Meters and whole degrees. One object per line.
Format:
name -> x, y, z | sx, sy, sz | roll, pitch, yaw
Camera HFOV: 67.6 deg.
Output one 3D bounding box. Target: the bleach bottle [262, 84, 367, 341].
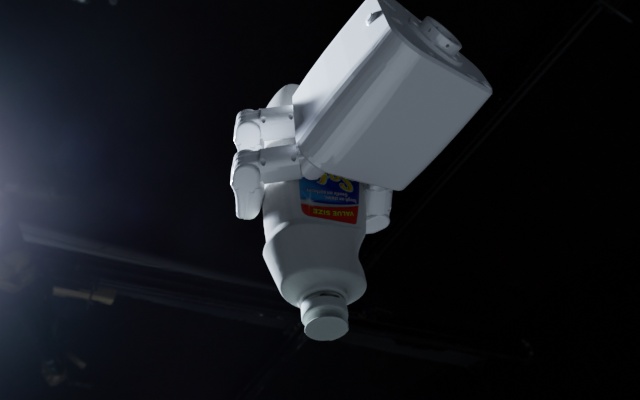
bleach bottle -> 0.000, 0.001, 0.401 | 0.102, 0.250, 0.068 | 24, -54, -26
